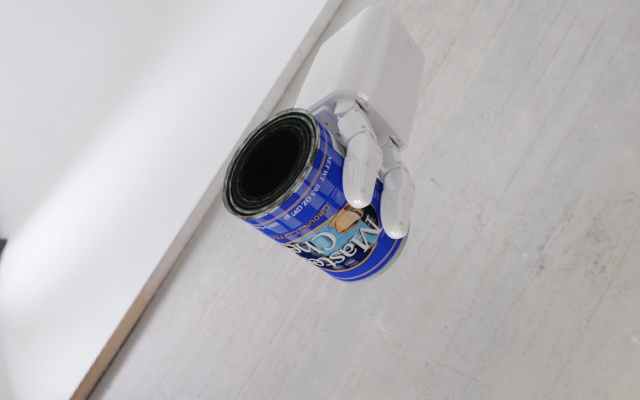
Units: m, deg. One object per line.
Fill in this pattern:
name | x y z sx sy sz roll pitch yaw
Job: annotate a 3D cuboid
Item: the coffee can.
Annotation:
coffee can | 0.000 0.002 0.422 0.103 0.102 0.140 0 -28 43
